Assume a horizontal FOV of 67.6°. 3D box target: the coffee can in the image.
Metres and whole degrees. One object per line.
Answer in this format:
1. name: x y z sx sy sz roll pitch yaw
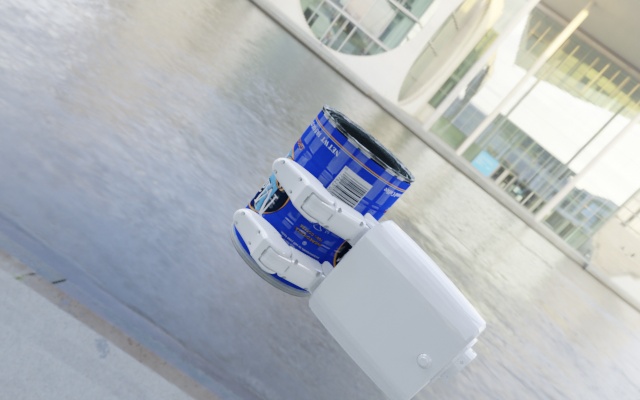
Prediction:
1. coffee can: 0.000 0.001 0.431 0.103 0.140 0.102 36 16 -12
